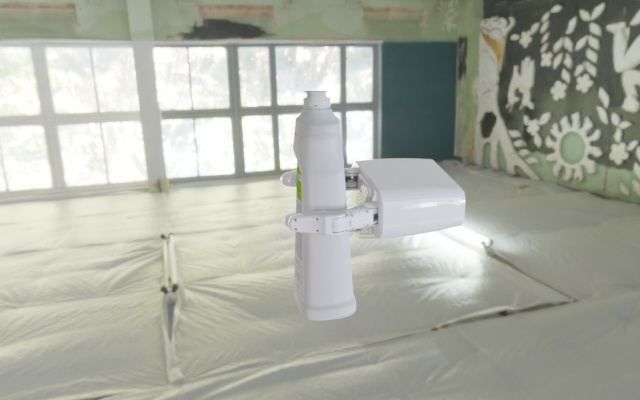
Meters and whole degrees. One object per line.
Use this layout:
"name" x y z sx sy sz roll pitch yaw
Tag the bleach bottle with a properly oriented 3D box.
"bleach bottle" 0.000 0.002 0.552 0.068 0.251 0.102 -4 14 -12
